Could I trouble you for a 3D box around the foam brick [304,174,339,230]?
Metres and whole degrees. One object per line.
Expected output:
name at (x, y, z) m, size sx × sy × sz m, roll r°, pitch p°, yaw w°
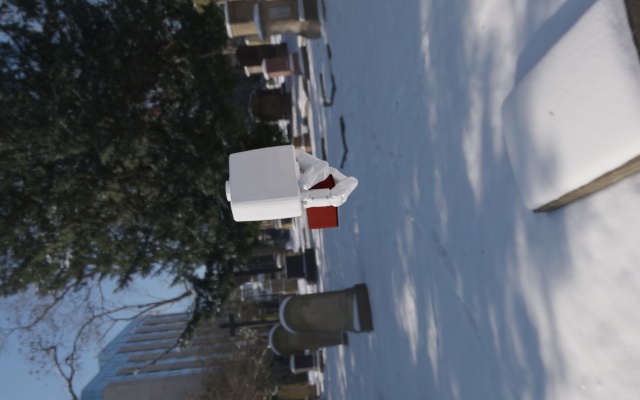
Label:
foam brick at (0.000, 0.003, 0.797) m, size 0.051 × 0.078 × 0.053 m, roll -8°, pitch 43°, yaw -4°
